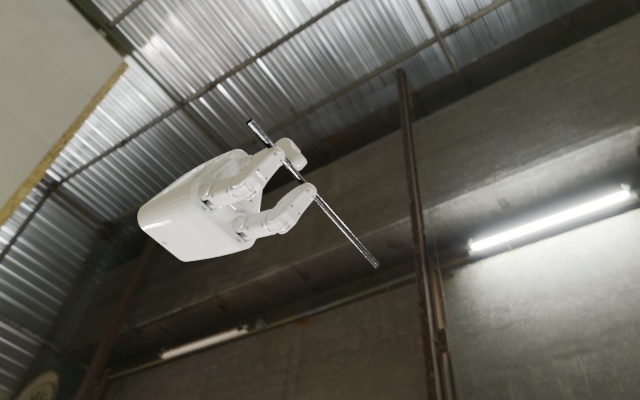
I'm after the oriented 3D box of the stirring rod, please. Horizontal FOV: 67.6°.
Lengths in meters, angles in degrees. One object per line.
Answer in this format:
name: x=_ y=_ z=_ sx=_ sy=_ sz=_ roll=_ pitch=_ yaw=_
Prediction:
stirring rod: x=0.000 y=0.002 z=0.519 sx=0.011 sy=0.011 sz=0.240 roll=0 pitch=-40 yaw=48
